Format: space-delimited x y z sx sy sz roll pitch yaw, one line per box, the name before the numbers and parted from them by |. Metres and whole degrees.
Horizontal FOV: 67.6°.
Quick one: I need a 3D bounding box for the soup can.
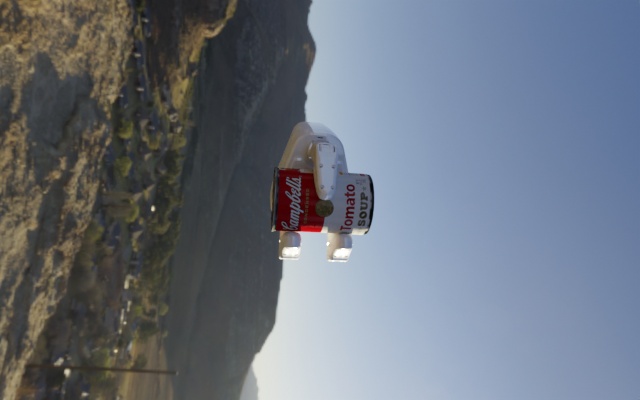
soup can | 0.000 0.002 0.509 0.102 0.068 0.068 4 -1 -8
